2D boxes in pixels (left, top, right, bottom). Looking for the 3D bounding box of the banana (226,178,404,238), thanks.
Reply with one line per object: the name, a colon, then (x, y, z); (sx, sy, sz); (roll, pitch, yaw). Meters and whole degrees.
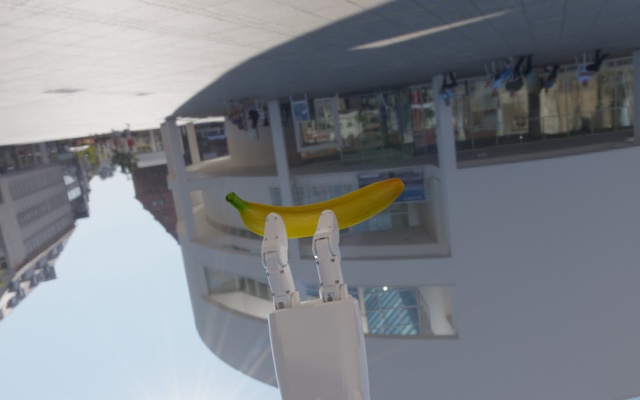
banana: (-0.003, 0.013, 0.545); (0.198, 0.037, 0.070); (-7, -34, -5)
